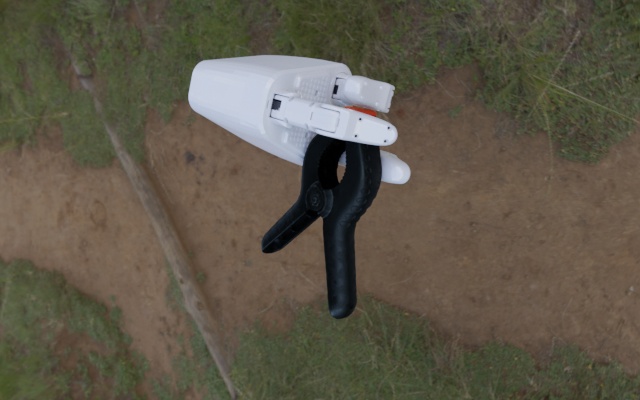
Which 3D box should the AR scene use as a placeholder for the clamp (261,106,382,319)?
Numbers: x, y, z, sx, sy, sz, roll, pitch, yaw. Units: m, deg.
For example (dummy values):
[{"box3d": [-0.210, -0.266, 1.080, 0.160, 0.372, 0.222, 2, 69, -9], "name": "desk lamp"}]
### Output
[{"box3d": [0.000, 0.001, 0.412, 0.120, 0.171, 0.039, 22, 14, 37], "name": "clamp"}]
